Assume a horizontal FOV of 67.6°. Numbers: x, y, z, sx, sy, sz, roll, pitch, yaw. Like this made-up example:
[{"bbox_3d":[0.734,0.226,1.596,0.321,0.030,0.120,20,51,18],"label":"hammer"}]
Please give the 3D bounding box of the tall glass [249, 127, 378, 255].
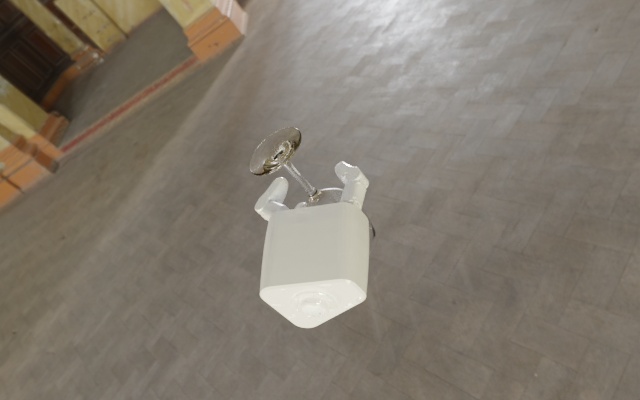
[{"bbox_3d":[0.000,0.001,0.613,0.079,0.079,0.201,0,-37,42],"label":"tall glass"}]
